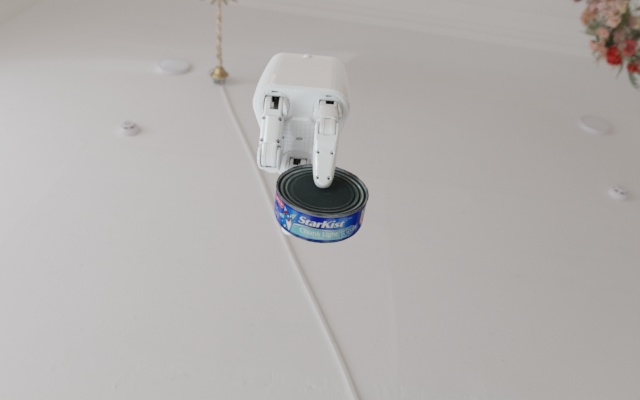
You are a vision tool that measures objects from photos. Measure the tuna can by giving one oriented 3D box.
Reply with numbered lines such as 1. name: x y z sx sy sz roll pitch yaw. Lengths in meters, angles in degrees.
1. tuna can: 0.000 0.002 0.447 0.086 0.034 0.086 6 34 -4
